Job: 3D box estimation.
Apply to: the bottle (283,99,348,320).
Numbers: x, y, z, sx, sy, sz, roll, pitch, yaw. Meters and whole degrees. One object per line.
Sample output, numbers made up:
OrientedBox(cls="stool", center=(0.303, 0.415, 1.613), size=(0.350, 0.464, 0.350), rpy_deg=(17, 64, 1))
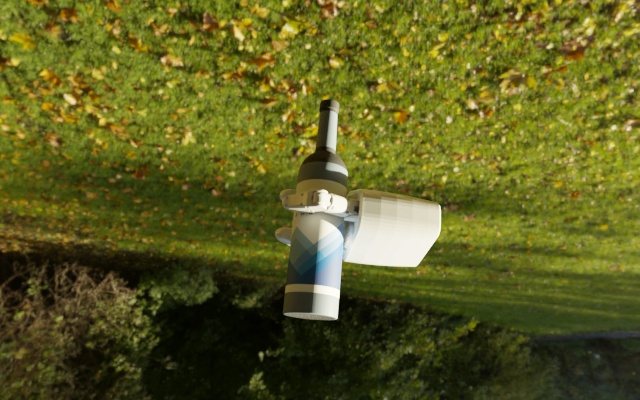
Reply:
OrientedBox(cls="bottle", center=(0.000, 0.002, 0.625), size=(0.069, 0.295, 0.069), rpy_deg=(5, -19, 2))
